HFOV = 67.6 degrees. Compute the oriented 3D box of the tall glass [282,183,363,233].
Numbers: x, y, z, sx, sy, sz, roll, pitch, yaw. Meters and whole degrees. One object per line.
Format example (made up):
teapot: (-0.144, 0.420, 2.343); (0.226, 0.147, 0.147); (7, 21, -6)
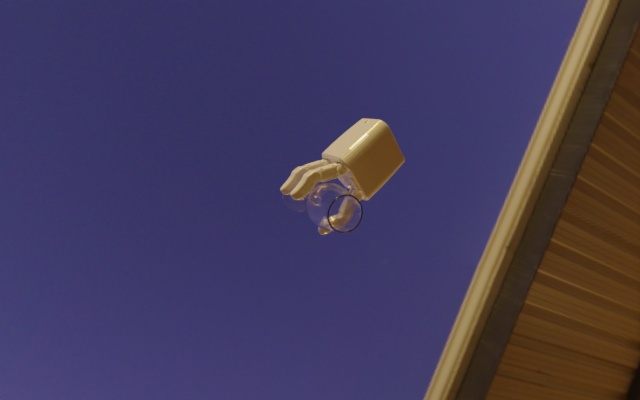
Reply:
tall glass: (0.000, 0.003, 0.836); (0.079, 0.079, 0.201); (0, 11, -24)
